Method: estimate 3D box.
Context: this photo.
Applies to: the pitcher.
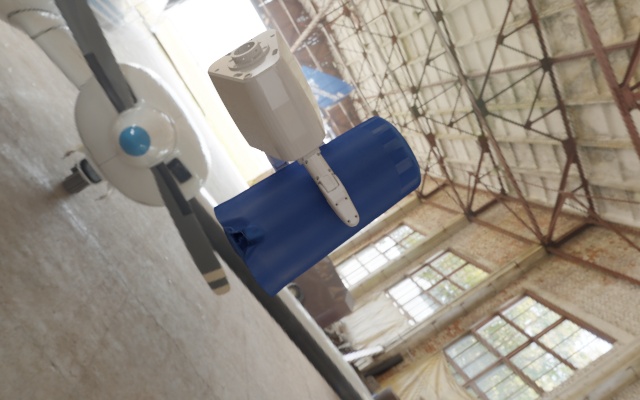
[{"bbox_3d":[0.000,0.002,0.611,0.243,0.145,0.149,-33,35,-4],"label":"pitcher"}]
